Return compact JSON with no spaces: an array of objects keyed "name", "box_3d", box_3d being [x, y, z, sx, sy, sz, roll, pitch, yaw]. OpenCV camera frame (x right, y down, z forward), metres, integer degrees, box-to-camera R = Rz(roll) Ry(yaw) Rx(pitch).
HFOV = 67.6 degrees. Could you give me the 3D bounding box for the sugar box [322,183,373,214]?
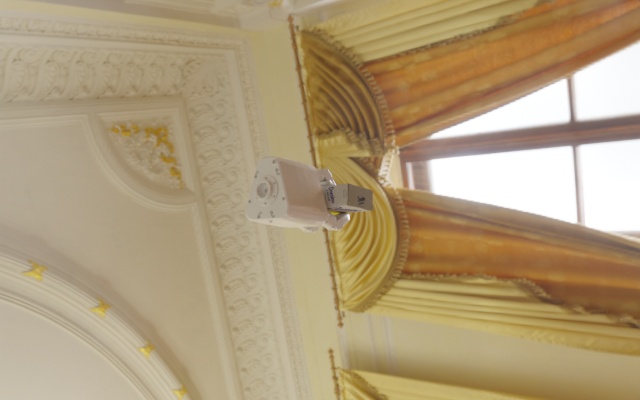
[{"name":"sugar box","box_3d":[0.000,0.003,0.895,0.176,0.048,0.093,-3,-9,34]}]
